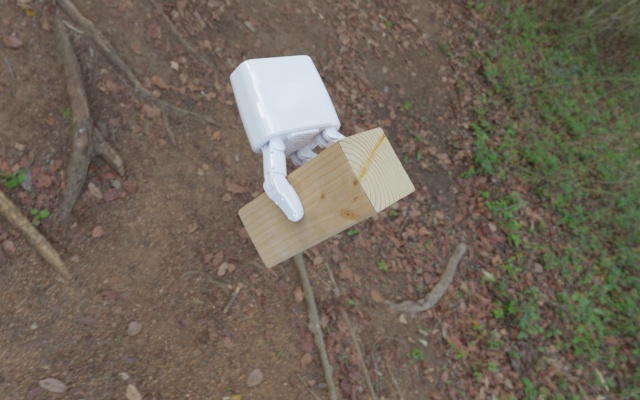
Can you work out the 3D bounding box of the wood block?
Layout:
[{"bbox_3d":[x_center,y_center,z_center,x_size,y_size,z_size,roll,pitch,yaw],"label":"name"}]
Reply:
[{"bbox_3d":[0.000,0.002,0.604,0.206,0.090,0.091,-31,-5,42],"label":"wood block"}]
